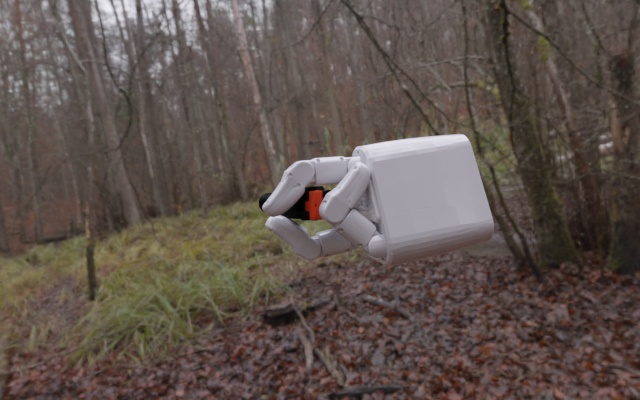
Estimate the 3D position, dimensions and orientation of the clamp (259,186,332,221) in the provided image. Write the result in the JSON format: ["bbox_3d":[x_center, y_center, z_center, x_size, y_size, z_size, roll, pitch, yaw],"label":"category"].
[{"bbox_3d":[0.000,0.001,0.518,0.120,0.039,0.171,-10,6,-12],"label":"clamp"}]
